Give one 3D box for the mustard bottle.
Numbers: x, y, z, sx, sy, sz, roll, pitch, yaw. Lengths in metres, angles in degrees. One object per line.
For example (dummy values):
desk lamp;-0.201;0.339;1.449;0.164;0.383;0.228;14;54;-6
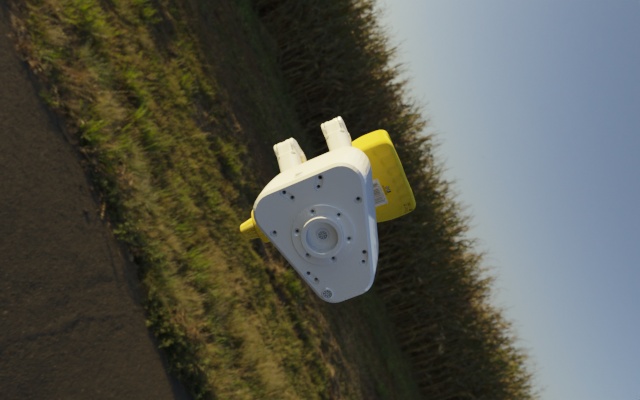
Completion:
mustard bottle;0.000;0.001;0.525;0.191;0.096;0.058;-22;33;10
